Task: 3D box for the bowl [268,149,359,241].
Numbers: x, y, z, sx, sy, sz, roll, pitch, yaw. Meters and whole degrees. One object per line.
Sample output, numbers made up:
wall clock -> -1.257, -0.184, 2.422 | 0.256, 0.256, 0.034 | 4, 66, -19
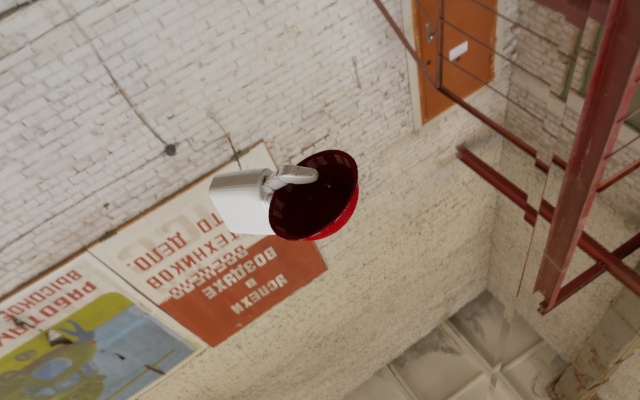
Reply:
bowl -> 0.001, 0.003, 0.723 | 0.162, 0.162, 0.055 | 0, -33, 42
